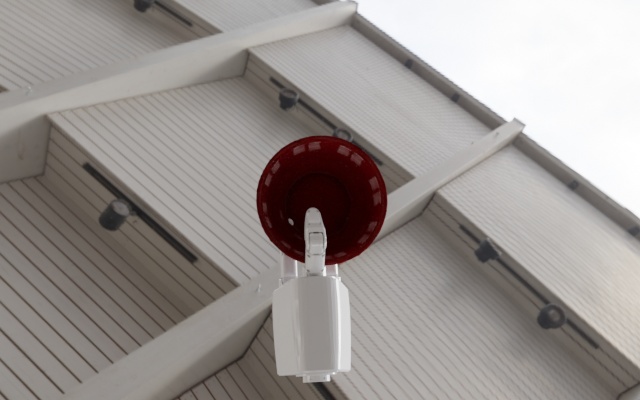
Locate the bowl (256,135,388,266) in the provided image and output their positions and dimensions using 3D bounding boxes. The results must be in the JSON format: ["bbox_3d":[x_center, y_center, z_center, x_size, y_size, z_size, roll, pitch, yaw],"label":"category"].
[{"bbox_3d":[0.000,0.001,0.608,0.162,0.162,0.055,0,-7,-6],"label":"bowl"}]
